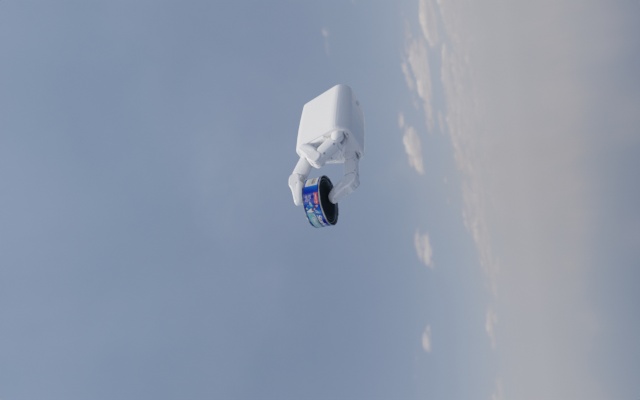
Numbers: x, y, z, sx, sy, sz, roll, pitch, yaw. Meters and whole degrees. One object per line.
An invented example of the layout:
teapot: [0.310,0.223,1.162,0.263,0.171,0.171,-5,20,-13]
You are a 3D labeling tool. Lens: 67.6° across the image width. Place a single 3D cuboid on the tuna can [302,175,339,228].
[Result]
tuna can: [0.000,0.003,0.805,0.034,0.086,0.086,-12,-4,20]
